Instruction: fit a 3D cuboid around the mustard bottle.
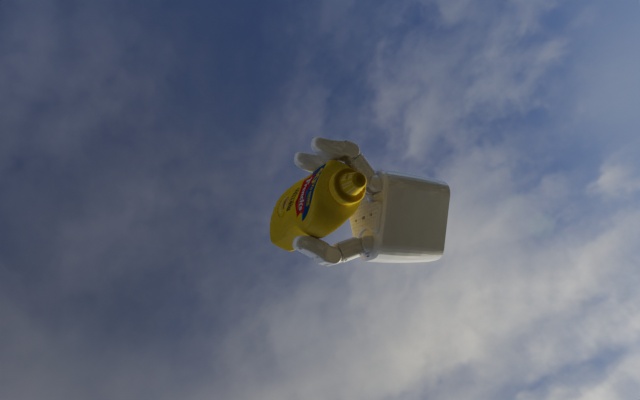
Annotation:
[{"bbox_3d":[0.000,0.002,0.586,0.058,0.096,0.192,30,-25,-17],"label":"mustard bottle"}]
